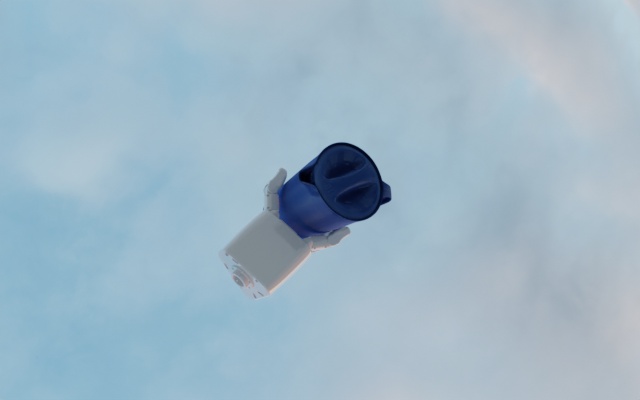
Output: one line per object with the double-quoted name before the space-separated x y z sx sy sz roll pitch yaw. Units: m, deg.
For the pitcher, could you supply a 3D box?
"pitcher" 0.000 0.003 0.859 0.145 0.149 0.243 -46 9 -34
